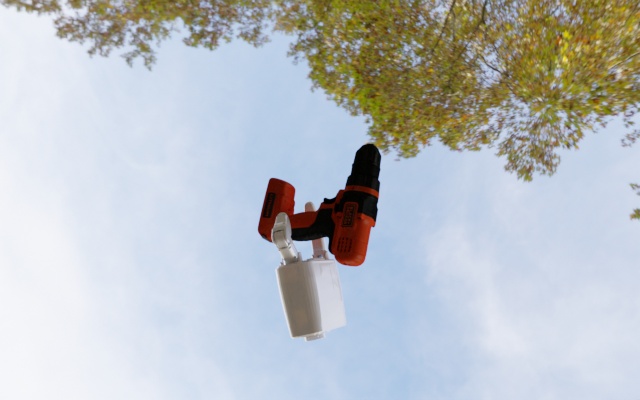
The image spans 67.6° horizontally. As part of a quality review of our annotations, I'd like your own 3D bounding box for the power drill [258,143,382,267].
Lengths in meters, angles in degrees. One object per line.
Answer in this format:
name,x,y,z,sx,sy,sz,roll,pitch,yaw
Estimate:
power drill,0.000,0.003,0.728,0.187,0.184,0.057,1,-20,35
